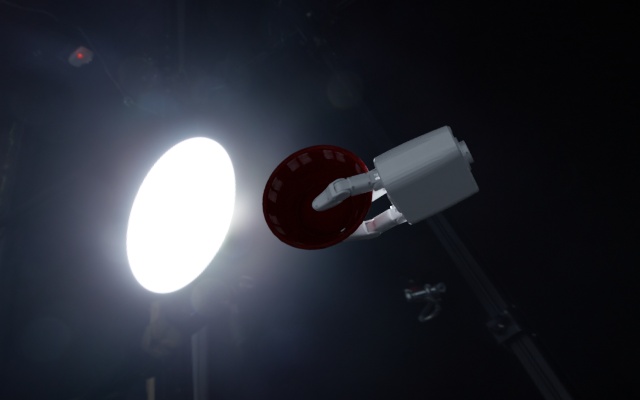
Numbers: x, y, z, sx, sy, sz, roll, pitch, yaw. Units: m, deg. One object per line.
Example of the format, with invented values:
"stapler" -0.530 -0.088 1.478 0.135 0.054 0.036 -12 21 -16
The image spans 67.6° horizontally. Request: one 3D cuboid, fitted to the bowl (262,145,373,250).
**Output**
"bowl" -0.001 0.003 0.691 0.162 0.162 0.055 0 -24 16
